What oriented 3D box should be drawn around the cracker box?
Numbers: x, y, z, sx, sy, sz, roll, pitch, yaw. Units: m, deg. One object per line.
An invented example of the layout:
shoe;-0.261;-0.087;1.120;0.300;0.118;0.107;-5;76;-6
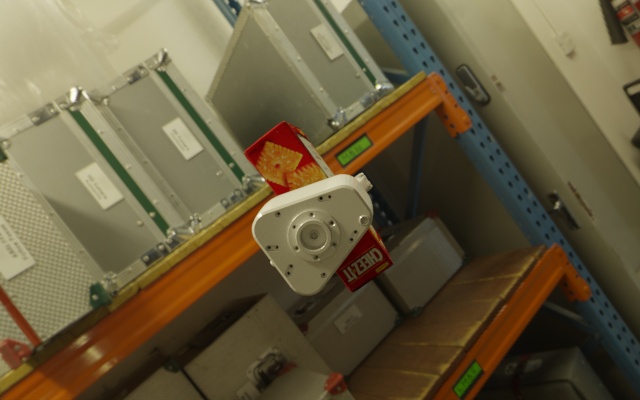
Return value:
cracker box;0.000;0.002;0.638;0.072;0.214;0.164;-36;3;6
